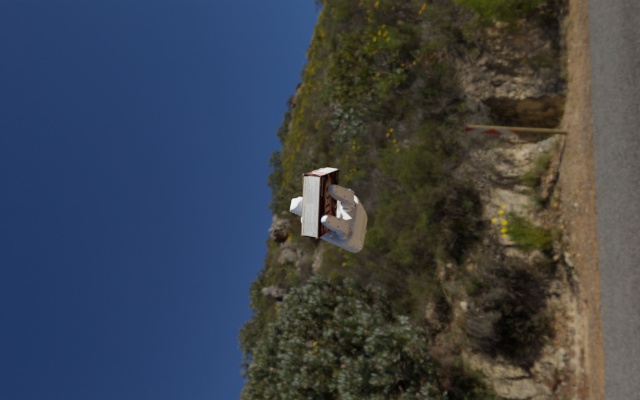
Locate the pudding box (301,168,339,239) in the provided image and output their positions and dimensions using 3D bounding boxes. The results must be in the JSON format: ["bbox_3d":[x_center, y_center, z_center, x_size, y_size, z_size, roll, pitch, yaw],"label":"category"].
[{"bbox_3d":[0.000,0.003,0.847,0.039,0.113,0.090,5,13,21],"label":"pudding box"}]
